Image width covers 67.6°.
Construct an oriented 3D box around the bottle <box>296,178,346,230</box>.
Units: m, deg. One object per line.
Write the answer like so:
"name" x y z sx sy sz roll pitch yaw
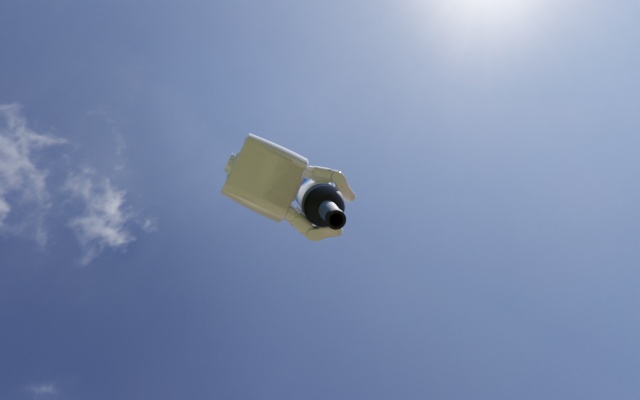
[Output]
"bottle" 0.000 0.003 0.780 0.069 0.069 0.295 0 9 -8
